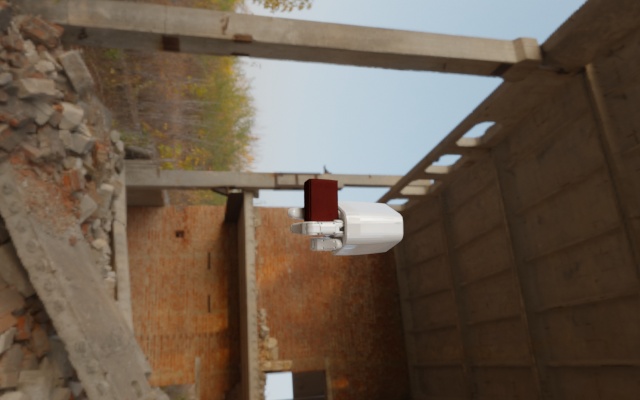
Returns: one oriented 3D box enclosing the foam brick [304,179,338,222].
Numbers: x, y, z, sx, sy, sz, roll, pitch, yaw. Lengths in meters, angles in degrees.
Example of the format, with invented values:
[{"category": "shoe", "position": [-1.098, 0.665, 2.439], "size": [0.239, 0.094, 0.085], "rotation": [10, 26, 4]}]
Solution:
[{"category": "foam brick", "position": [0.000, 0.002, 0.840], "size": [0.051, 0.078, 0.053], "rotation": [0, -3, -13]}]
